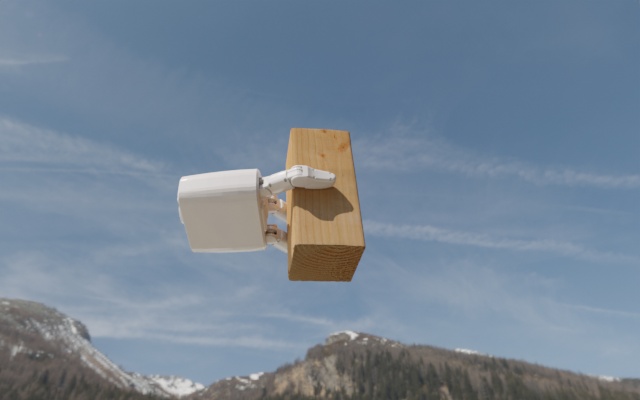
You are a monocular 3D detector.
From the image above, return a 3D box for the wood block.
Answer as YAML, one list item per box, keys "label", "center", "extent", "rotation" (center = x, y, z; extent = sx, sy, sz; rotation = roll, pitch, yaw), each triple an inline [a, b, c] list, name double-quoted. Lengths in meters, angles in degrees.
- label: "wood block"
  center: [0.000, 0.002, 0.675]
  extent: [0.090, 0.206, 0.091]
  rotation: [3, -39, -9]
